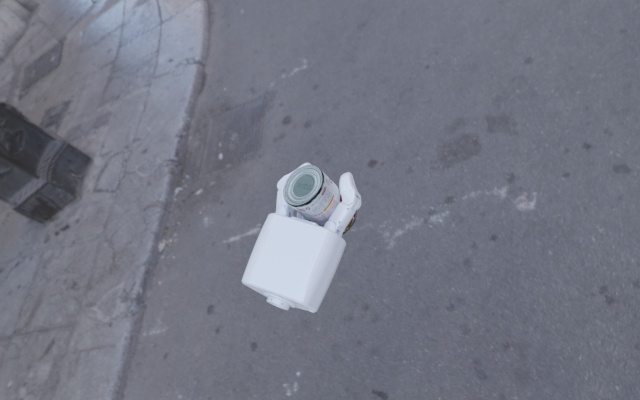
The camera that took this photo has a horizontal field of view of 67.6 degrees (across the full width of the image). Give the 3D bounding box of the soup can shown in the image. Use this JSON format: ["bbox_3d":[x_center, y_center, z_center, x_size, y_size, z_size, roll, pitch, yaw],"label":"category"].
[{"bbox_3d":[0.000,0.002,0.692,0.068,0.068,0.102,0,-28,35],"label":"soup can"}]
